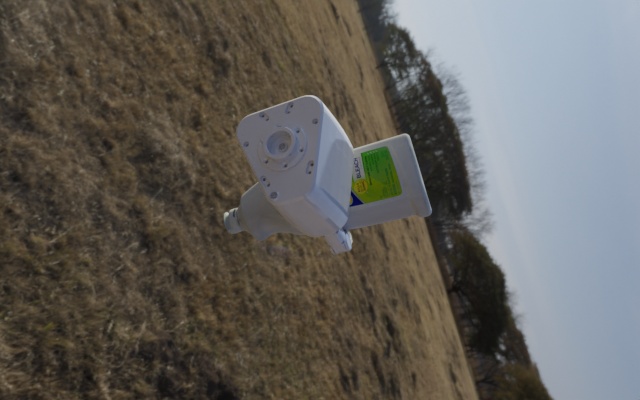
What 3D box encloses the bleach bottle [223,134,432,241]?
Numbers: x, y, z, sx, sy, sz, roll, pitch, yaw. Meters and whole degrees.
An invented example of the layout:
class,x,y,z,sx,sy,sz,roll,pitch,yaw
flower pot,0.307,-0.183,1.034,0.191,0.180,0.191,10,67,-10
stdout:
class,x,y,z,sx,sy,sz,roll,pitch,yaw
bleach bottle,0.000,0.002,0.588,0.251,0.102,0.068,-17,-23,12
